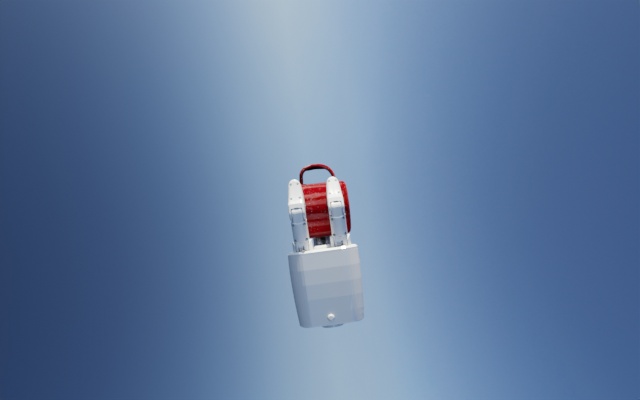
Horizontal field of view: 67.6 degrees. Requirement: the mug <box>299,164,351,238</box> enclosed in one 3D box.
[{"bbox_3d":[0.000,0.001,0.726,0.081,0.117,0.093,-7,-2,-1],"label":"mug"}]
